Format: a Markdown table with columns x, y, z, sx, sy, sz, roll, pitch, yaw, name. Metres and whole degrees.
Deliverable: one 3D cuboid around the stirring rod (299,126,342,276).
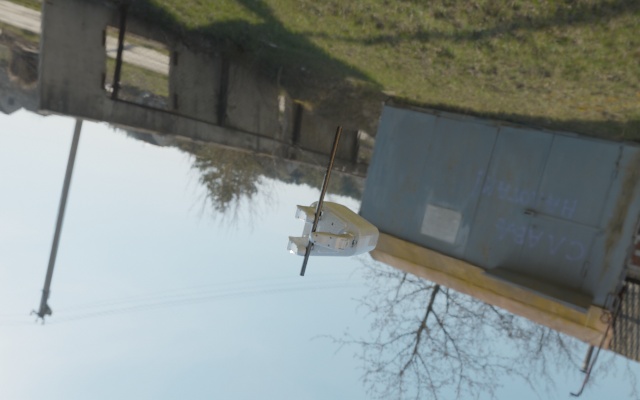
| x | y | z | sx | sy | sz | roll | pitch | yaw | name |
| --- | --- | --- | --- | --- | --- | --- | --- | --- | --- |
| 0.000 | 0.002 | 0.744 | 0.011 | 0.239 | 0.011 | 14 | 5 | -1 | stirring rod |
